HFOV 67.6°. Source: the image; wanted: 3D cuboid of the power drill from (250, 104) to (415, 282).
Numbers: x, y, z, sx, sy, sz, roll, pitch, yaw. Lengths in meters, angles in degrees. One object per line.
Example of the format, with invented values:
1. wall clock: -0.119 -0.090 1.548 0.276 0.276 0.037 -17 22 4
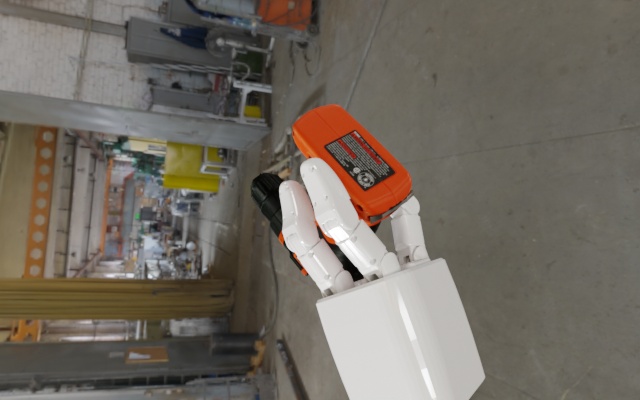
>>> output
1. power drill: 0.000 0.001 0.451 0.057 0.184 0.188 -34 -21 -27
